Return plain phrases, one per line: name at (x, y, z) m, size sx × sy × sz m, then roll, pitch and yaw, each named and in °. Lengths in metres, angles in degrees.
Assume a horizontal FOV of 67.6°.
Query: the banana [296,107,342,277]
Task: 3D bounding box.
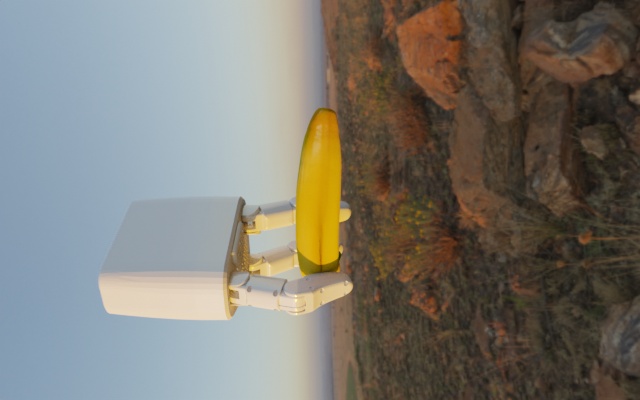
banana at (-0.001, 0.018, 0.402) m, size 0.037 × 0.069 × 0.198 m, roll 2°, pitch -41°, yaw 4°
